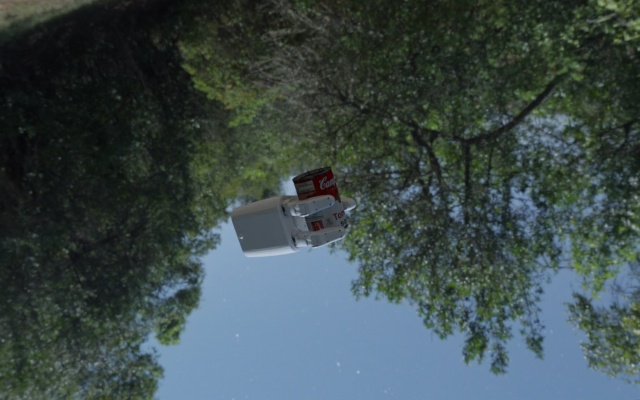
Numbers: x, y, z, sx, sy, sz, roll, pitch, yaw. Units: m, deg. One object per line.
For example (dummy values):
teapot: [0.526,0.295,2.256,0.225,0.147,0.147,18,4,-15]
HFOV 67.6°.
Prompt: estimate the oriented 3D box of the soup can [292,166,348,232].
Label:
soup can: [0.001,0.003,0.789,0.068,0.102,0.068,-17,11,3]
